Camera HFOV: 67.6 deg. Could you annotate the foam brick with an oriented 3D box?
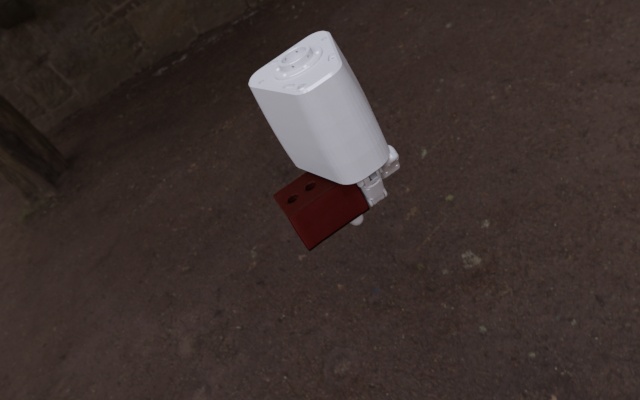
[{"bbox_3d":[0.000,0.002,0.494,0.078,0.051,0.053,-35,37,-3],"label":"foam brick"}]
